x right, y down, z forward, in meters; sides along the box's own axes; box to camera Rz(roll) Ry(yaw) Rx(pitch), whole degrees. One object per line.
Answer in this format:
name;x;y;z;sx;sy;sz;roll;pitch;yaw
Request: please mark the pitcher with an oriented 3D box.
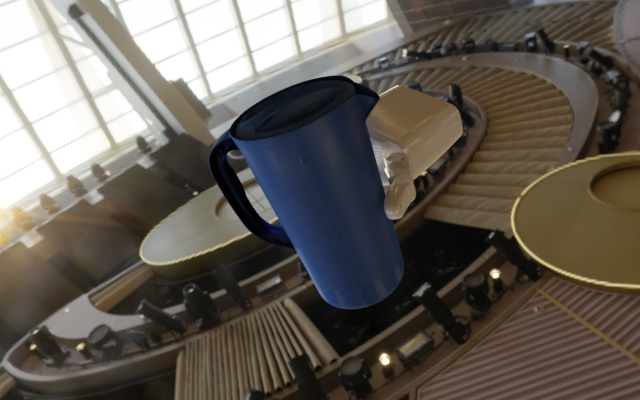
pitcher;0.000;0.002;0.523;0.145;0.243;0.149;-40;33;-28
